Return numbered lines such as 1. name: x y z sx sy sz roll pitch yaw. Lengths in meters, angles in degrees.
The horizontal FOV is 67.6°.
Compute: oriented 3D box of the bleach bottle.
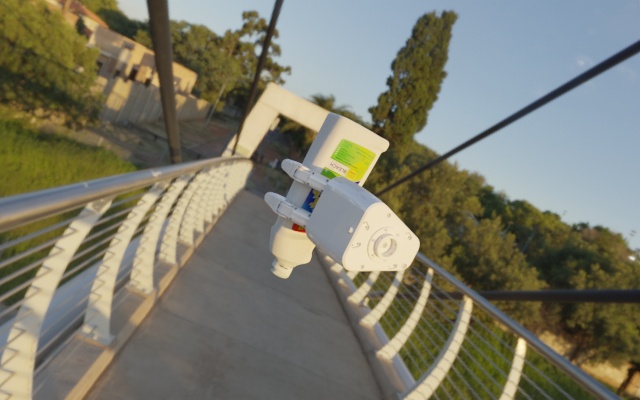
1. bleach bottle: 0.000 0.002 0.714 0.102 0.251 0.068 23 7 -29
